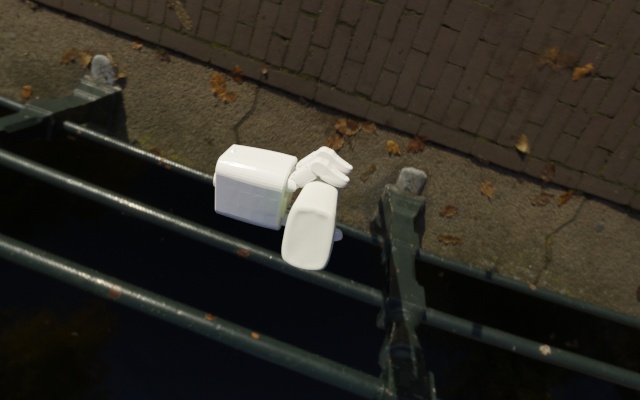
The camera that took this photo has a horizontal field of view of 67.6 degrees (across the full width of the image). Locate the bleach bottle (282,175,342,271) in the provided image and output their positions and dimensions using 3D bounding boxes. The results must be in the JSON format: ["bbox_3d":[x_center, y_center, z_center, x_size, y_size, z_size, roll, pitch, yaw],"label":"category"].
[{"bbox_3d":[0.000,0.002,0.747,0.068,0.103,0.250,13,24,3],"label":"bleach bottle"}]
